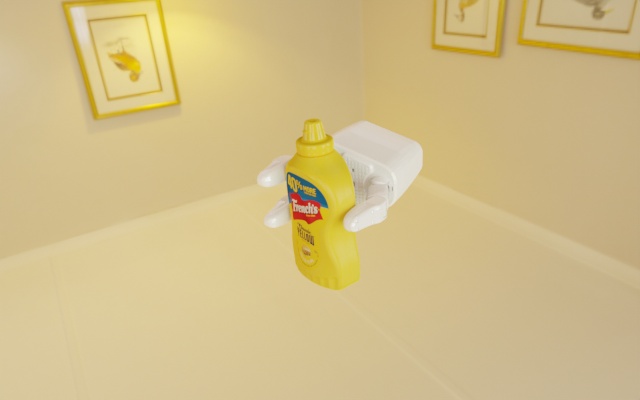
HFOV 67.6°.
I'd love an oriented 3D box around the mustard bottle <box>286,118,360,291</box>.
[{"bbox_3d":[0.000,0.002,0.542,0.058,0.192,0.096,-21,30,-30],"label":"mustard bottle"}]
